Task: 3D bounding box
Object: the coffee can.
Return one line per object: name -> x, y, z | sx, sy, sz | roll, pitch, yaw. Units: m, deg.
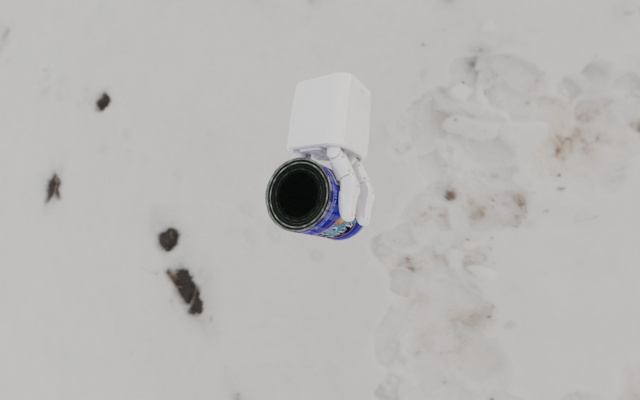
coffee can -> 0.000, 0.003, 0.702 | 0.103, 0.103, 0.140 | 0, -9, 27
